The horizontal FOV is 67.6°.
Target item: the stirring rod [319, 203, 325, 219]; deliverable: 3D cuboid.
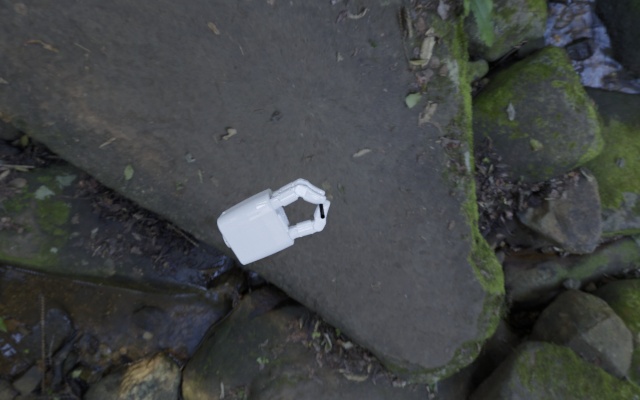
[{"bbox_3d":[0.000,0.003,0.889,0.011,0.011,0.239,0,11,-2],"label":"stirring rod"}]
